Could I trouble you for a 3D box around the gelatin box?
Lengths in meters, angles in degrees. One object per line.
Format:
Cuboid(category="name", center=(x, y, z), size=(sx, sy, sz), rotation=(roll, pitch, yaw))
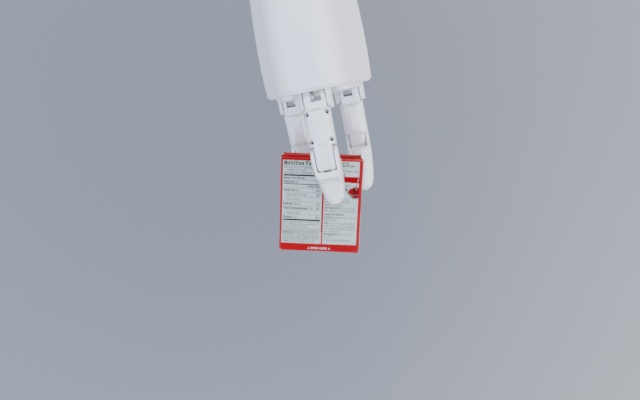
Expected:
Cuboid(category="gelatin box", center=(0.000, 0.002, 0.437), size=(0.073, 0.089, 0.030), rotation=(2, 10, 0))
